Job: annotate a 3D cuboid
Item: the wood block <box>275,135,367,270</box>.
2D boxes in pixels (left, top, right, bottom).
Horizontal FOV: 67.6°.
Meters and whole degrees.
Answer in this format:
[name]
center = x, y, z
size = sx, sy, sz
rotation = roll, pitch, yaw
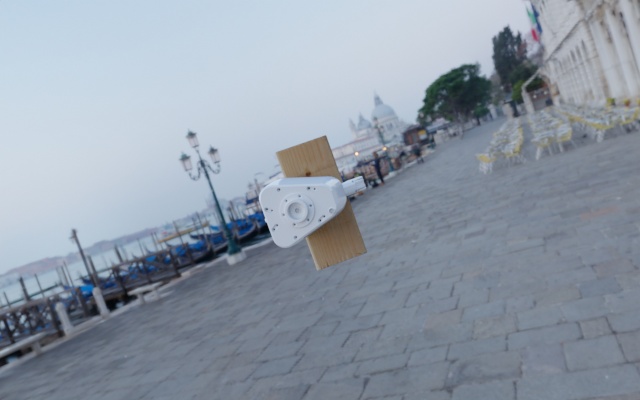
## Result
[wood block]
center = 0.000, 0.002, 0.823
size = 0.091, 0.206, 0.090
rotation = -19, 3, -2
